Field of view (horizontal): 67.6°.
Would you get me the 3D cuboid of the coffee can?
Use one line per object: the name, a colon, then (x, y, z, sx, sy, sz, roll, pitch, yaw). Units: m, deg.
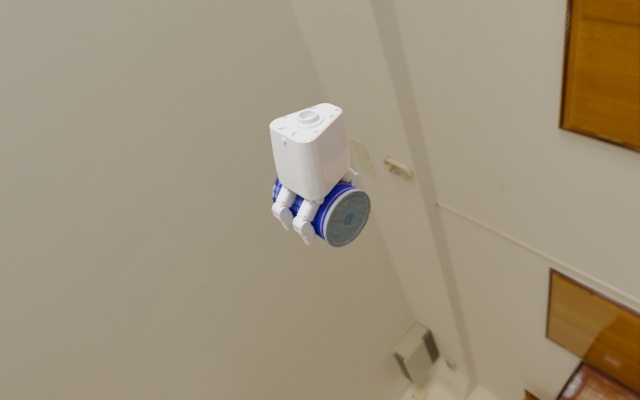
coffee can: (0.000, 0.003, 0.815, 0.103, 0.103, 0.140, 0, 24, -47)
